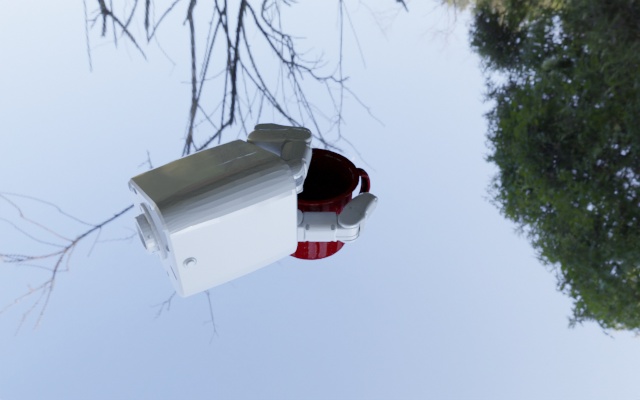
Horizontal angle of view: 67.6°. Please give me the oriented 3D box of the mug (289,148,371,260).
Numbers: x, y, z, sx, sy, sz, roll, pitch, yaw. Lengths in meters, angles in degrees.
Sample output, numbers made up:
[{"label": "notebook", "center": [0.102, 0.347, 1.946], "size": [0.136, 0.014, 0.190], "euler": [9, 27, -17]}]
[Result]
[{"label": "mug", "center": [0.001, 0.001, 0.489], "size": [0.117, 0.082, 0.093], "euler": [-21, 44, -26]}]
